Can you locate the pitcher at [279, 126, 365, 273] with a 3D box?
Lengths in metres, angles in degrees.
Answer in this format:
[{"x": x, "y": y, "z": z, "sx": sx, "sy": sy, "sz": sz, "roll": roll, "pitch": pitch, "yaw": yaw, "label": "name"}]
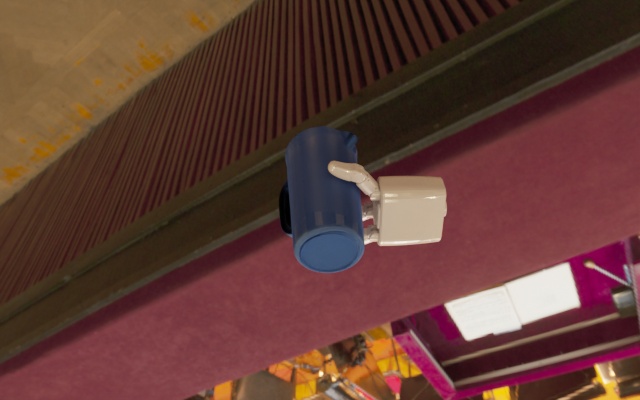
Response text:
[{"x": 0.000, "y": 0.003, "z": 0.802, "sx": 0.145, "sy": 0.149, "sz": 0.242, "roll": 0, "pitch": 43, "yaw": -3, "label": "pitcher"}]
